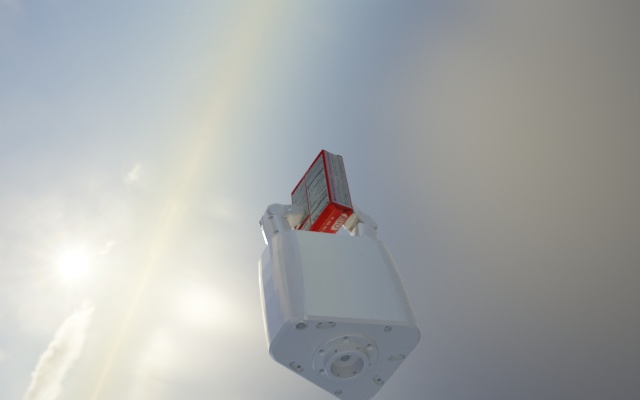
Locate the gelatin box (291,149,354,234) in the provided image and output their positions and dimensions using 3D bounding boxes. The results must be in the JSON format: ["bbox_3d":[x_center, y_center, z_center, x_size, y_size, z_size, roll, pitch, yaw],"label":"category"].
[{"bbox_3d":[0.000,0.001,0.508,0.030,0.089,0.073,19,-52,-25],"label":"gelatin box"}]
